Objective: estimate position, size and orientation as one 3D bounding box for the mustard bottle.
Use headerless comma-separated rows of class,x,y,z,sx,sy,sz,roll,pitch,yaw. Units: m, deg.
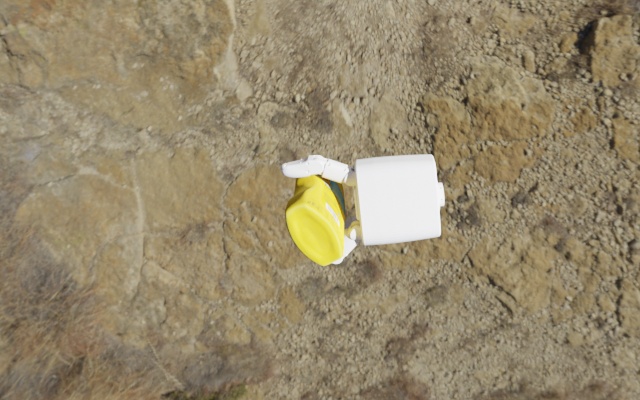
mustard bottle,0.000,0.002,0.676,0.058,0.096,0.191,-29,21,18
